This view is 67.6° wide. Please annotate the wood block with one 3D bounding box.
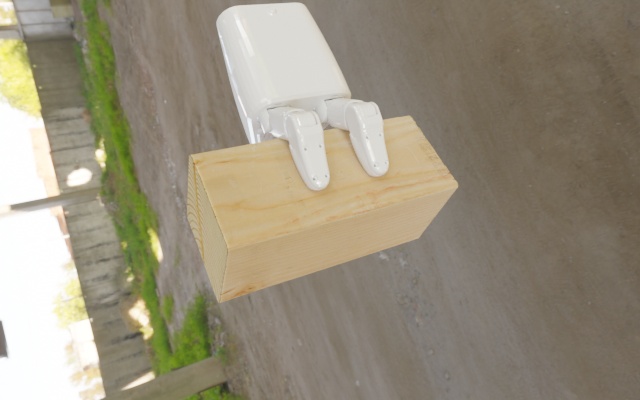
[{"bbox_3d":[0.000,0.001,0.414,0.206,0.090,0.091,-14,-29,-25],"label":"wood block"}]
